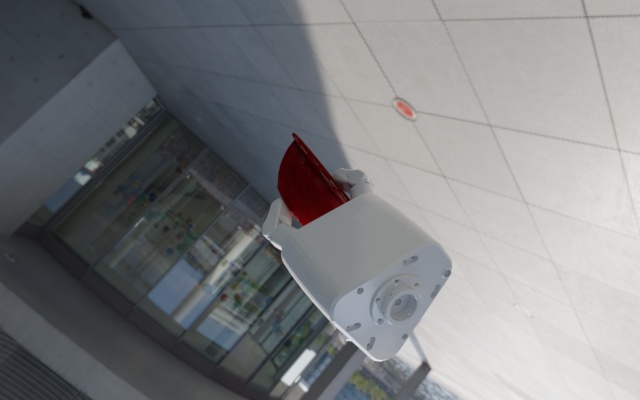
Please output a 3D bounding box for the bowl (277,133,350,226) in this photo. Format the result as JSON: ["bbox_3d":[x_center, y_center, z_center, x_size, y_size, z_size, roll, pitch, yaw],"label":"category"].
[{"bbox_3d":[0.000,0.002,0.548,0.055,0.162,0.162,-39,-4,5],"label":"bowl"}]
